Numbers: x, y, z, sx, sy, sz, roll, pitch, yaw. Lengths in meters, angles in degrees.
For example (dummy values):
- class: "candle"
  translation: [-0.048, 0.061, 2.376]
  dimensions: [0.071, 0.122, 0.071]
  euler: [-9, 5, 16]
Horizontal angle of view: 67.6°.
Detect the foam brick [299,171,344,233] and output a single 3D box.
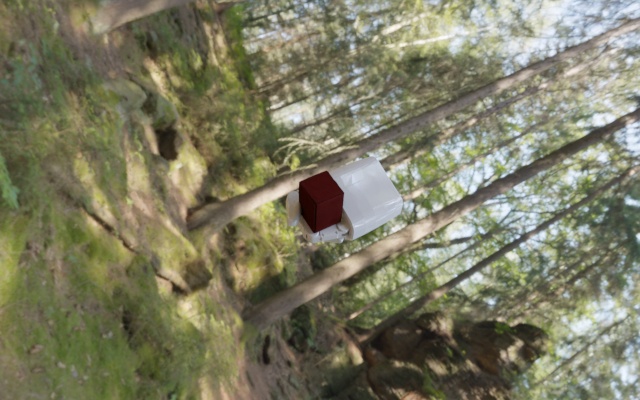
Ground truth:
- class: "foam brick"
  translation: [0.000, 0.002, 0.743]
  dimensions: [0.051, 0.053, 0.078]
  euler: [-23, -33, -19]
